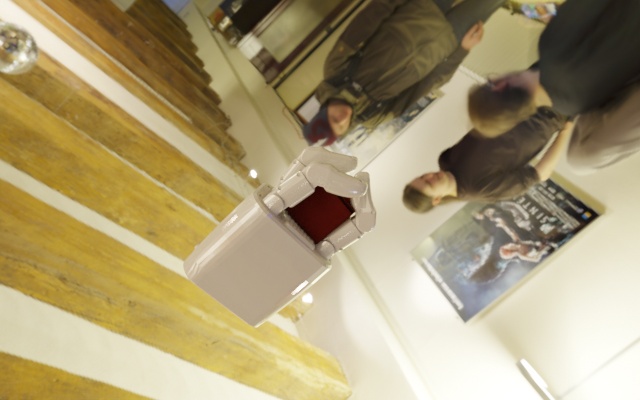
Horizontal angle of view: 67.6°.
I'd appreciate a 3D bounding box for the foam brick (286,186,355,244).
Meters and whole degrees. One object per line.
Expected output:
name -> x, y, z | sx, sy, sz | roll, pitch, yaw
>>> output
foam brick -> 0.000, 0.002, 0.506 | 0.051, 0.053, 0.078 | -41, 6, 9
